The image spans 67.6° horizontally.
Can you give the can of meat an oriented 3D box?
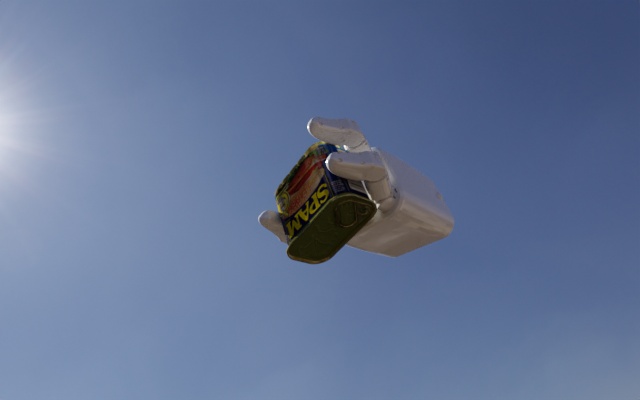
[{"bbox_3d":[0.000,0.001,0.497,0.057,0.084,0.102,18,-53,-36],"label":"can of meat"}]
